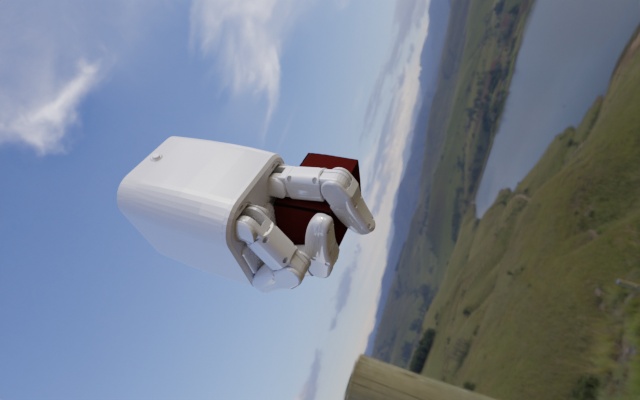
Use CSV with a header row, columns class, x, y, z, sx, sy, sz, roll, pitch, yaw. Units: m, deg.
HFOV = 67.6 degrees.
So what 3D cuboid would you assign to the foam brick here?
class,x,y,z,sx,sy,sz,roll,pitch,yaw
foam brick,0.000,0.001,0.426,0.051,0.053,0.078,10,42,20
